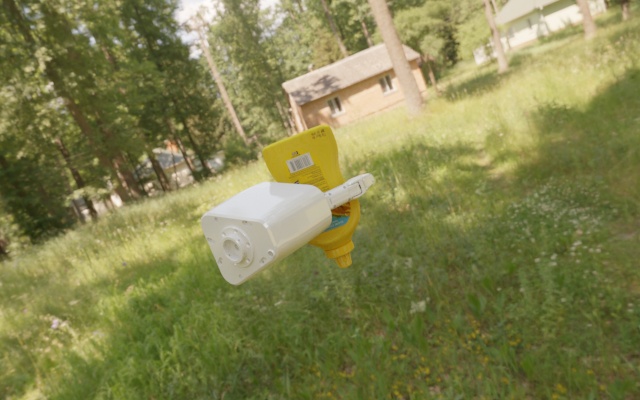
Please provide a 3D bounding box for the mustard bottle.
[{"bbox_3d":[0.000,0.002,0.642,0.096,0.191,0.058,-20,9,13],"label":"mustard bottle"}]
